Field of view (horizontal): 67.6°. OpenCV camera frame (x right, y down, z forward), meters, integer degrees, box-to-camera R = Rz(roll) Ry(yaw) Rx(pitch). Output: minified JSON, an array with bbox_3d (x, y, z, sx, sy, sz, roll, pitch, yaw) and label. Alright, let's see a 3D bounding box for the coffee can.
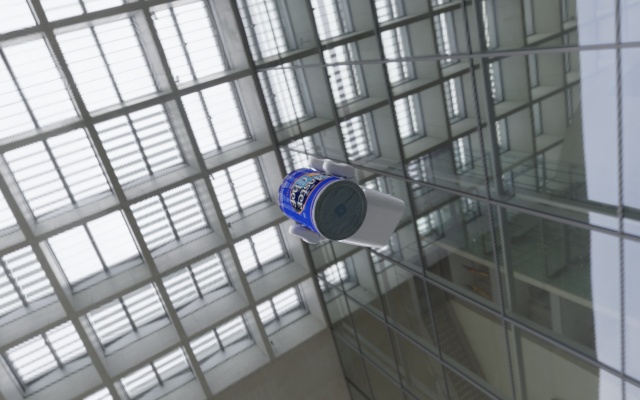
[{"bbox_3d":[0.000,0.003,0.838,0.103,0.103,0.140,0,12,-30],"label":"coffee can"}]
